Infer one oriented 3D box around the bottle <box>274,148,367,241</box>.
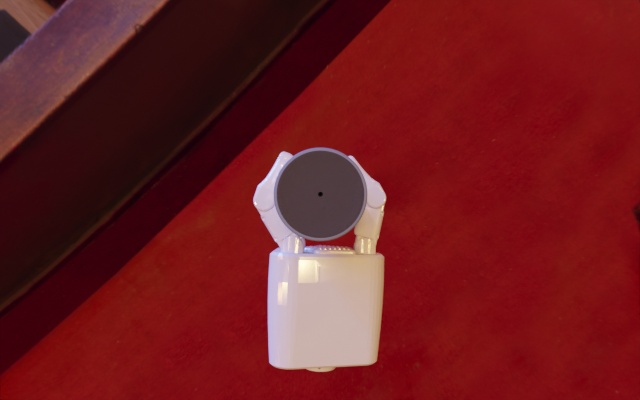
[{"bbox_3d":[0.000,0.001,0.482,0.069,0.069,0.296,0,-2,0],"label":"bottle"}]
